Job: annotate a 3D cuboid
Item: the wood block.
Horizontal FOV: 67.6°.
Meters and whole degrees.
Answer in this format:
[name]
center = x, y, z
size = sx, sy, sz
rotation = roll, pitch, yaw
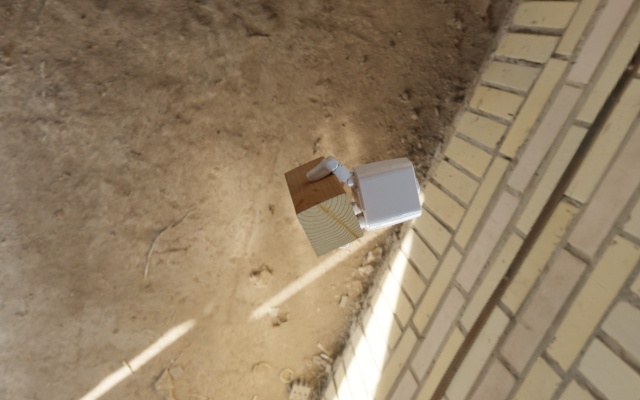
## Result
[wood block]
center = 0.000, 0.002, 0.872
size = 0.090, 0.091, 0.206
rotation = -24, 24, 0
